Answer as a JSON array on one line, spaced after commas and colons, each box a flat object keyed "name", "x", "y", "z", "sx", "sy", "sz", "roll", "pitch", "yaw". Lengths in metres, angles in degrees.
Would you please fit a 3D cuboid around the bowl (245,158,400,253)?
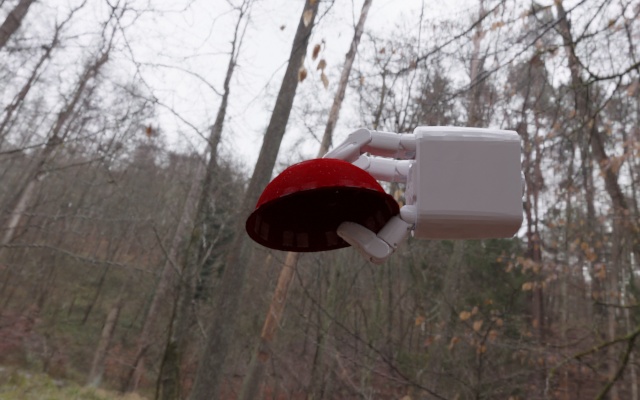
[{"name": "bowl", "x": -0.001, "y": 0.001, "z": 0.509, "sx": 0.162, "sy": 0.055, "sz": 0.162, "roll": -6, "pitch": -26, "yaw": -3}]
